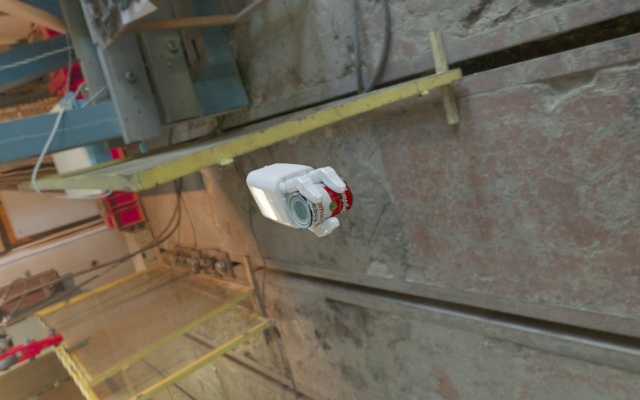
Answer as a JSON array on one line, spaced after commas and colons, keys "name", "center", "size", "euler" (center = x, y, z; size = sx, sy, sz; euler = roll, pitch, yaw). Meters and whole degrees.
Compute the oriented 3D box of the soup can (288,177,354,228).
[{"name": "soup can", "center": [0.000, 0.003, 0.862], "size": [0.102, 0.068, 0.068], "euler": [-22, 14, -36]}]
